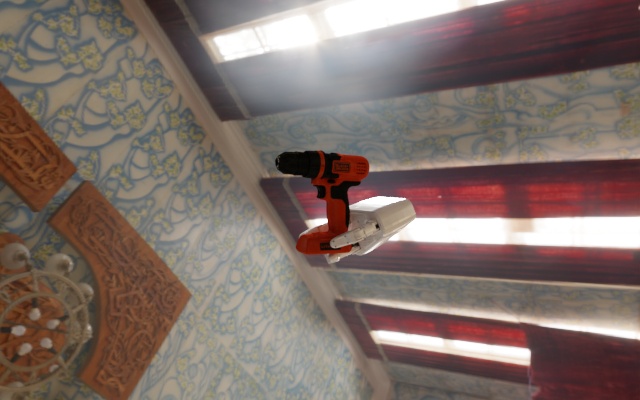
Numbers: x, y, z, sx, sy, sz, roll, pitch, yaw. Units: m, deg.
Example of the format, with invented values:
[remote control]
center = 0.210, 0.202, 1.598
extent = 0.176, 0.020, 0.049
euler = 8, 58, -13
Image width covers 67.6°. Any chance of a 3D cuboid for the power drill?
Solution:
[power drill]
center = 0.000, 0.003, 0.874
extent = 0.184, 0.188, 0.057
euler = 2, 9, -25
